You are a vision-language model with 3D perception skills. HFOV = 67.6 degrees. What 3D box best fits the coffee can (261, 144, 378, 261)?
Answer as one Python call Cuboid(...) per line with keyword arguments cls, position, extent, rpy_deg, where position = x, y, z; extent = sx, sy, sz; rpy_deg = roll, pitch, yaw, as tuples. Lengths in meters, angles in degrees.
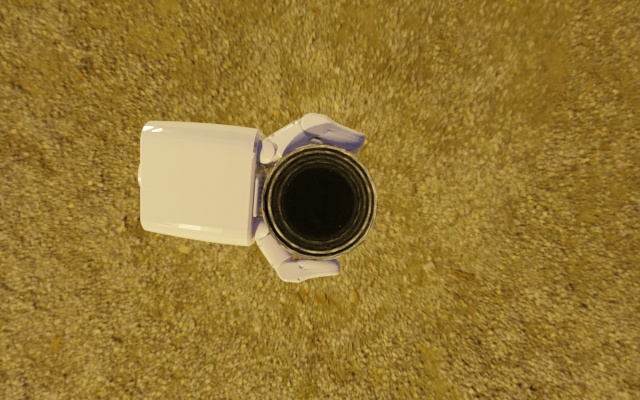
Cuboid(cls="coffee can", position=(0.000, 0.002, 0.484), extent=(0.103, 0.103, 0.140), rpy_deg=(0, 0, 1))
